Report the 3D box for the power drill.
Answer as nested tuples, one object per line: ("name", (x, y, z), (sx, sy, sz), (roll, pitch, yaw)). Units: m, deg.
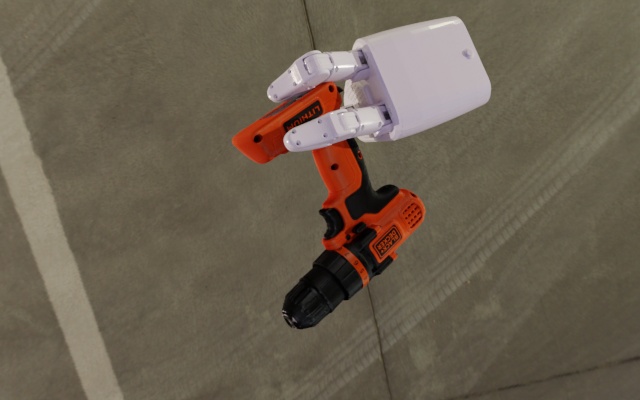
("power drill", (0.000, 0.001, 0.447), (0.184, 0.188, 0.057), (-41, 22, -25))
